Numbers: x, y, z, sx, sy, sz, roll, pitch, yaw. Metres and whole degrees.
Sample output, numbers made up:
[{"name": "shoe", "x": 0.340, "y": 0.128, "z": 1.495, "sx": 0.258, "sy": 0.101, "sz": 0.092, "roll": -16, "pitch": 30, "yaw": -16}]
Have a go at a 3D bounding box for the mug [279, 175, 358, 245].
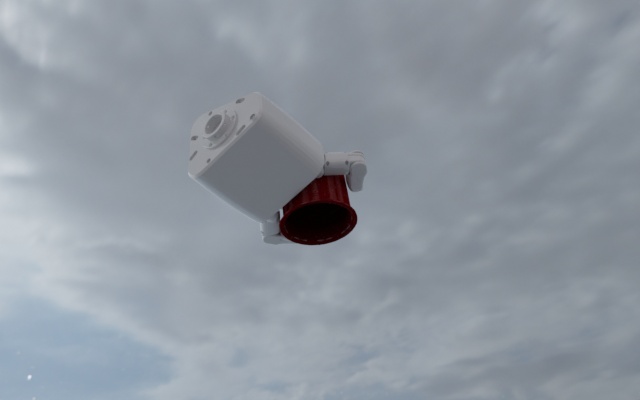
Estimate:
[{"name": "mug", "x": 0.001, "y": 0.002, "z": 0.596, "sx": 0.093, "sy": 0.081, "sz": 0.117, "roll": -27, "pitch": -41, "yaw": 23}]
